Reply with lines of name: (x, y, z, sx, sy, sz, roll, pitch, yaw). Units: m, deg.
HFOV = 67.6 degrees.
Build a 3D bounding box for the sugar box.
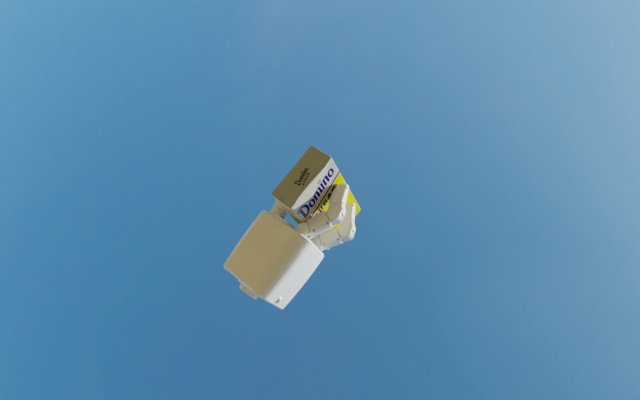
sugar box: (0.000, 0.003, 0.727, 0.048, 0.093, 0.176, 34, -10, 27)
